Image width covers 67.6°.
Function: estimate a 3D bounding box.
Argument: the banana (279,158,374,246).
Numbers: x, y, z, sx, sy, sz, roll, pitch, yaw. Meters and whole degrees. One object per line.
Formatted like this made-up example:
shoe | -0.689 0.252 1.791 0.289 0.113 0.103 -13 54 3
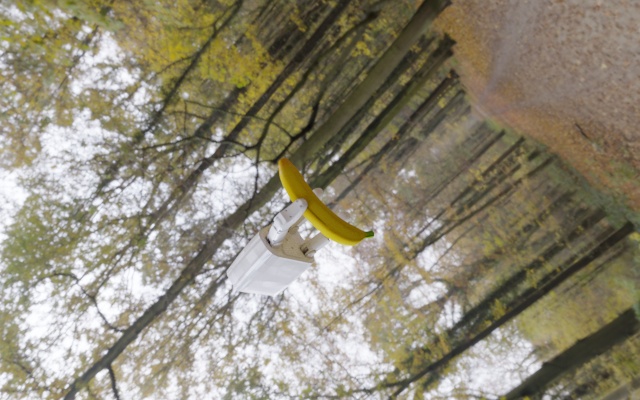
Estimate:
banana | -0.003 0.011 0.761 0.037 0.198 0.069 -48 0 27
